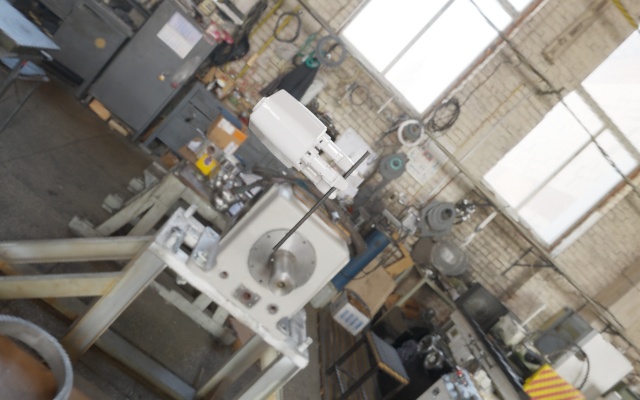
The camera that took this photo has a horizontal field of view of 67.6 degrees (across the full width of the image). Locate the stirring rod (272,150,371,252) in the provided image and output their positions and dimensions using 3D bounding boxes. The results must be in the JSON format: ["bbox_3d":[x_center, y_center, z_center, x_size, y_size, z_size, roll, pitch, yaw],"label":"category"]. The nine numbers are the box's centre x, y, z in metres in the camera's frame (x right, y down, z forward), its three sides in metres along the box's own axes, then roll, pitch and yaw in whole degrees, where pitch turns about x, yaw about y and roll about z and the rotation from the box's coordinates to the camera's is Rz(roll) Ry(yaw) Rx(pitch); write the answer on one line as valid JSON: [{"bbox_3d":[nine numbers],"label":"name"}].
[{"bbox_3d":[0.000,0.003,0.829,0.011,0.239,0.011,43,9,-8],"label":"stirring rod"}]
